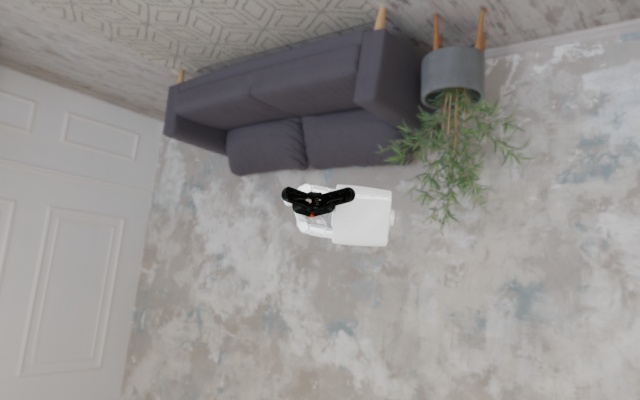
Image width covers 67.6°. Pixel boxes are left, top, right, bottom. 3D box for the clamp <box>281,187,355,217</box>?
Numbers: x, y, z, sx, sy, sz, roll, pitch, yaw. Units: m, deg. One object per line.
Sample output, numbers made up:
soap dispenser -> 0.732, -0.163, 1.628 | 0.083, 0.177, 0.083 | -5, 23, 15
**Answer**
clamp -> 0.000, 0.003, 0.846 | 0.120, 0.039, 0.171 | 4, -8, 4
